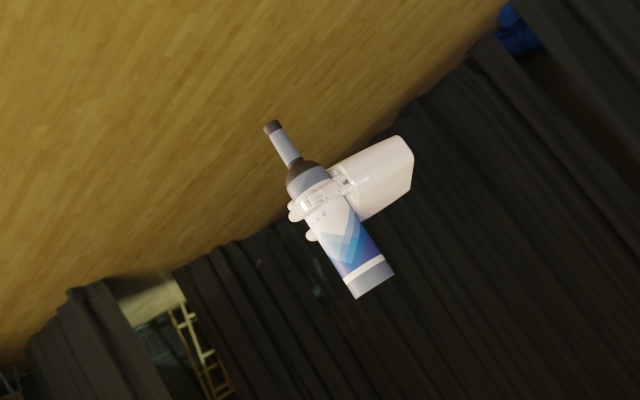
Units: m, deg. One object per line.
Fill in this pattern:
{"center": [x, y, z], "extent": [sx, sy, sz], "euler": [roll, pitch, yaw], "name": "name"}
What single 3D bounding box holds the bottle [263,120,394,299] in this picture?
{"center": [0.000, 0.003, 0.712], "extent": [0.069, 0.295, 0.069], "euler": [-31, -13, -8], "name": "bottle"}
